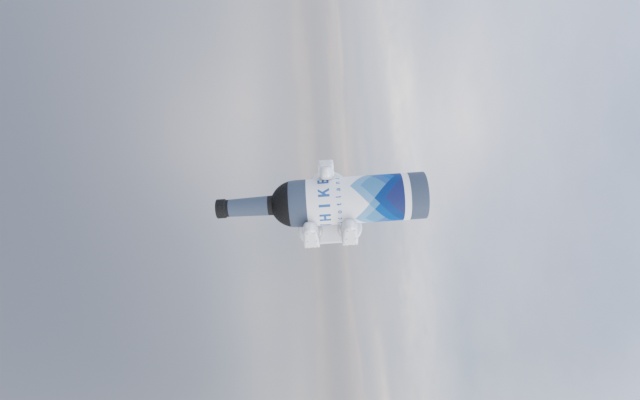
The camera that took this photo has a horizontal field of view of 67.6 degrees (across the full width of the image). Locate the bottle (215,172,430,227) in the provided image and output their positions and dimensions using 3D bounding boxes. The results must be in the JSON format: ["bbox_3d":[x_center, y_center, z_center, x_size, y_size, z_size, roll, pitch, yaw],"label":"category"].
[{"bbox_3d":[0.000,0.002,0.674,0.296,0.069,0.069,-4,0,1],"label":"bottle"}]
